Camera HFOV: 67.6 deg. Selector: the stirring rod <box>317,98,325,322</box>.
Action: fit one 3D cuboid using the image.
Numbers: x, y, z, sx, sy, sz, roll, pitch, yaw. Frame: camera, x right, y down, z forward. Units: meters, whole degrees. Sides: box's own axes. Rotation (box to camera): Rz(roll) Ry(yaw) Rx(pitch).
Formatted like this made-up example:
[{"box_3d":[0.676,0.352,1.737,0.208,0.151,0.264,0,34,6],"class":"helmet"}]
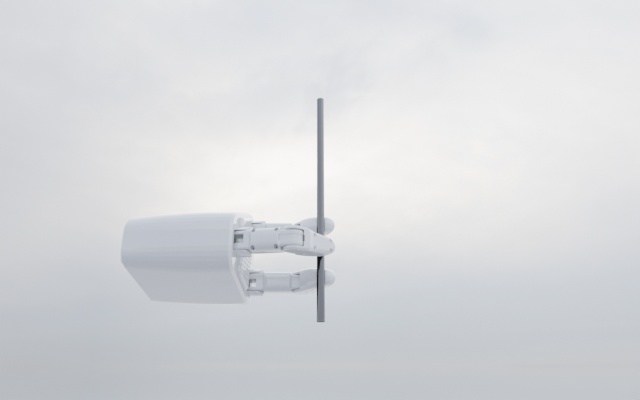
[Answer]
[{"box_3d":[0.000,0.002,0.492,0.011,0.239,0.011,0,-19,0],"class":"stirring rod"}]
